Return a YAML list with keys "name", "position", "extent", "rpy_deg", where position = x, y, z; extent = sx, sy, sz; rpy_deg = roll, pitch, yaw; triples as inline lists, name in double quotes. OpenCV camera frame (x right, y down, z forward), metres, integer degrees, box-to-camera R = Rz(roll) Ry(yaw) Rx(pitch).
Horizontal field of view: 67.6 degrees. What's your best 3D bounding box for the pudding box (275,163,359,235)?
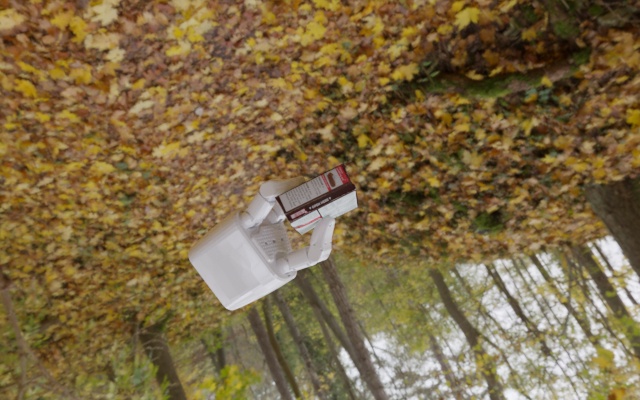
- name: "pudding box"
  position: [0.000, 0.002, 0.590]
  extent: [0.090, 0.039, 0.113]
  rpy_deg: [-27, -11, 0]
